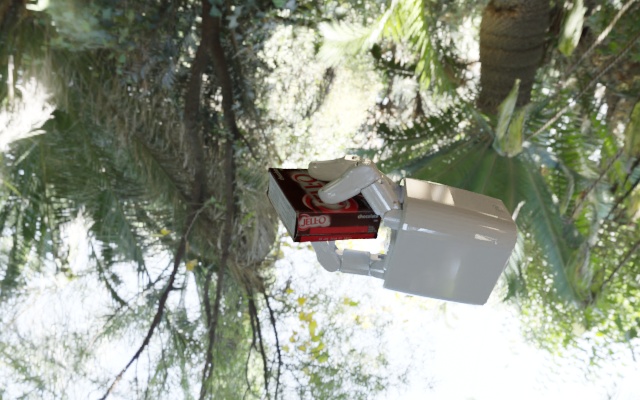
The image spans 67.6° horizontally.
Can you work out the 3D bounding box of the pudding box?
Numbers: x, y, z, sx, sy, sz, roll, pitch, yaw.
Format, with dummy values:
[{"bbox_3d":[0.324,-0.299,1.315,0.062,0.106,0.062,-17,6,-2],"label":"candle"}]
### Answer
[{"bbox_3d":[0.000,0.002,0.495,0.090,0.039,0.113,0,23,-22],"label":"pudding box"}]
